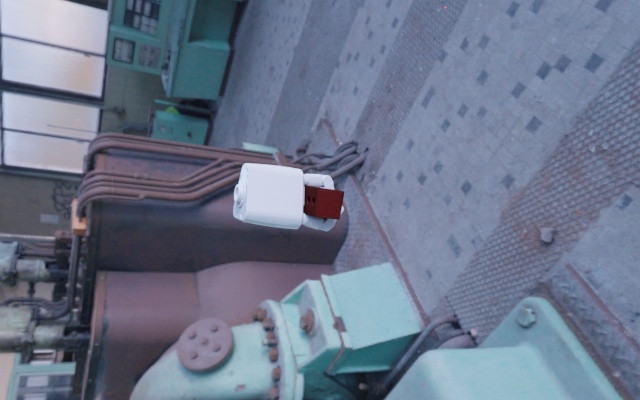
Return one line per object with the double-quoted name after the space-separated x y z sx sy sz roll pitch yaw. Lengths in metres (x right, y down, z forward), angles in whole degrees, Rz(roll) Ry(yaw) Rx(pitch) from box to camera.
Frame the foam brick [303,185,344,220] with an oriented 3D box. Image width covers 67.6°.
0.000 0.003 0.868 0.051 0.053 0.078 8 1 -25 "foam brick"
